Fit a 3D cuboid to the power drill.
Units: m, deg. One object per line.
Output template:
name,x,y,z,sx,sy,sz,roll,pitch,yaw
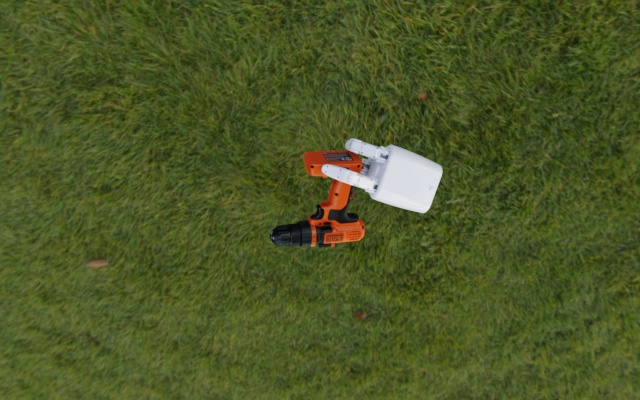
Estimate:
power drill,0.000,0.003,0.880,0.184,0.188,0.057,-5,33,-17
